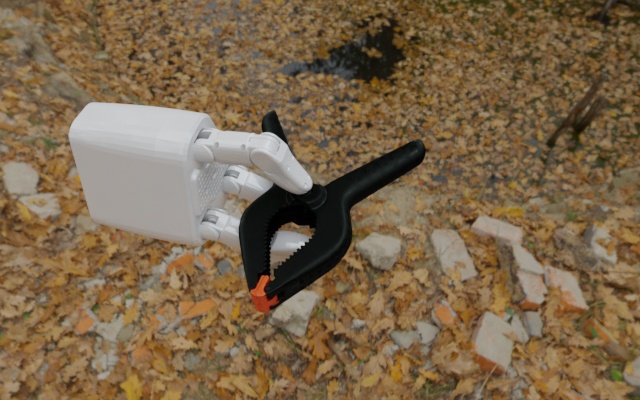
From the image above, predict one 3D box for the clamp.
[{"bbox_3d":[0.000,0.001,0.411,0.164,0.209,0.036,8,-39,12],"label":"clamp"}]
